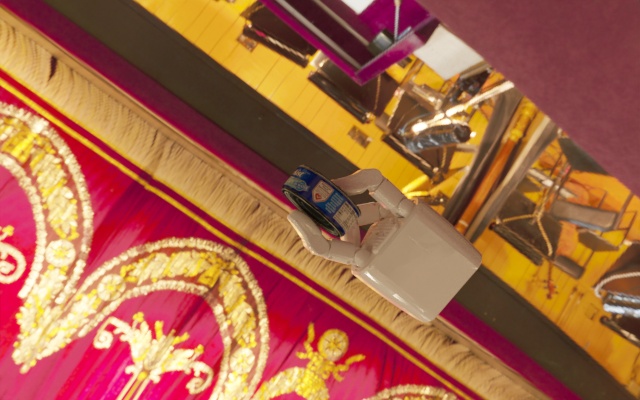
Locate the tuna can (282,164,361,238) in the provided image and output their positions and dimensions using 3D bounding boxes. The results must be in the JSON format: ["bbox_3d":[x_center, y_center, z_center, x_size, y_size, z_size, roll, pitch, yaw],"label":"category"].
[{"bbox_3d":[0.000,0.002,0.512,0.086,0.033,0.086,38,-10,8],"label":"tuna can"}]
